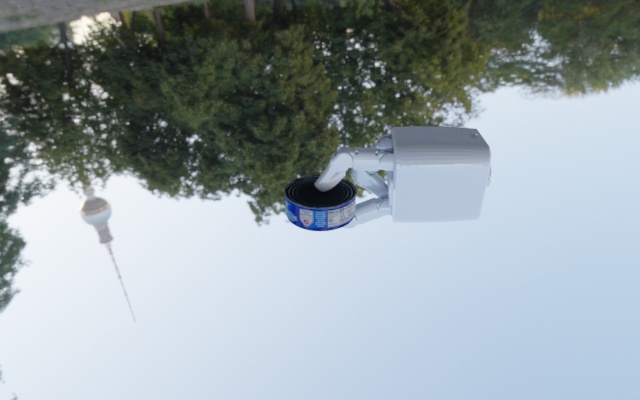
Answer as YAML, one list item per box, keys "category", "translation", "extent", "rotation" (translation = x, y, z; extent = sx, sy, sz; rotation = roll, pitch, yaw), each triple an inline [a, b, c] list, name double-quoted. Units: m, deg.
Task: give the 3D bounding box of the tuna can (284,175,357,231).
- category: "tuna can"
  translation: [0.000, 0.002, 0.574]
  extent: [0.086, 0.034, 0.086]
  rotation: [0, 28, 0]
